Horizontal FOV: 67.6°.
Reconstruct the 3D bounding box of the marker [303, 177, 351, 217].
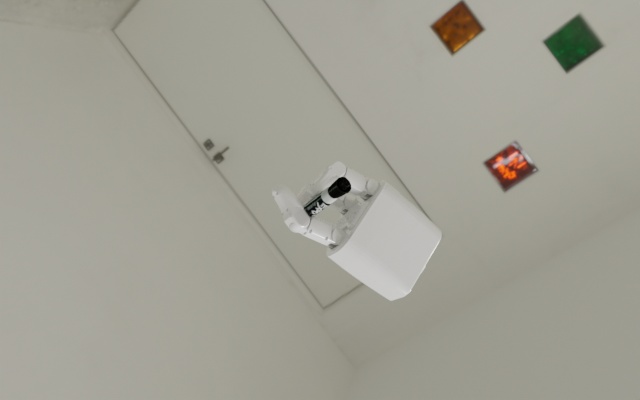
[{"bbox_3d":[0.000,0.002,0.548,0.020,0.020,0.121,0,-20,-29],"label":"marker"}]
